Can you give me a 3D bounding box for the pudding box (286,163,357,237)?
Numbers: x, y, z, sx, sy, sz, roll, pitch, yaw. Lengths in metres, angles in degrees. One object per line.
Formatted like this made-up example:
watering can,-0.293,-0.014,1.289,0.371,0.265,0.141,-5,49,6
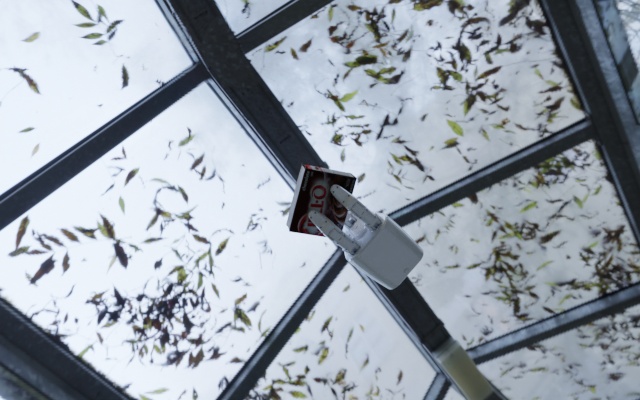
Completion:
pudding box,0.000,0.003,0.788,0.090,0.113,0.039,9,14,-19
